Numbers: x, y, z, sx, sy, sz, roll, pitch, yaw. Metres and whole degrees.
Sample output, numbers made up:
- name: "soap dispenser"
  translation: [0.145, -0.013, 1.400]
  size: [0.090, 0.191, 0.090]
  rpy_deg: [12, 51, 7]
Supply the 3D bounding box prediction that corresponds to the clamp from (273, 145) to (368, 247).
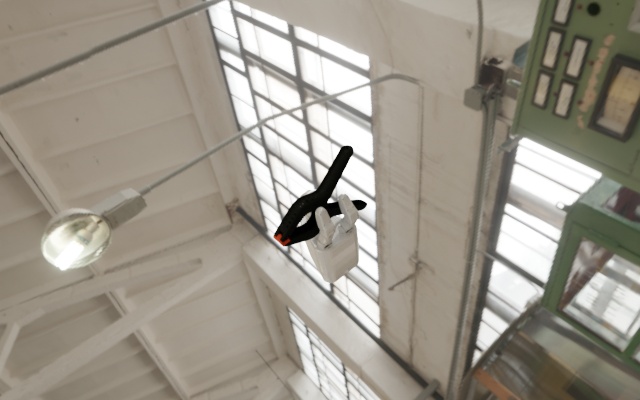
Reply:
- name: "clamp"
  translation: [-0.001, 0.003, 0.873]
  size: [0.210, 0.165, 0.036]
  rpy_deg: [-34, 46, -23]
